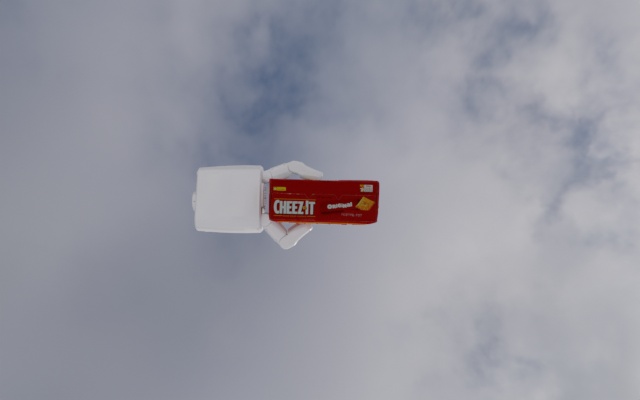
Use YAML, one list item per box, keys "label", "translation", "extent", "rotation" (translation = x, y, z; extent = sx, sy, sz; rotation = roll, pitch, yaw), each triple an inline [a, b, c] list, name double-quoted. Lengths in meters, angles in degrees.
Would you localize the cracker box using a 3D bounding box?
- label: "cracker box"
  translation: [0.000, 0.002, 0.803]
  extent: [0.164, 0.072, 0.213]
  rotation: [1, 0, -3]
